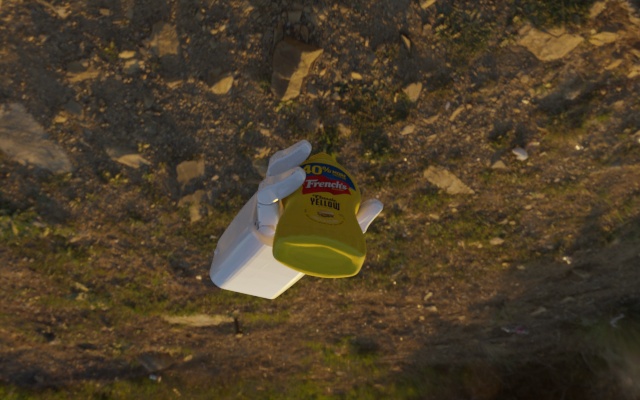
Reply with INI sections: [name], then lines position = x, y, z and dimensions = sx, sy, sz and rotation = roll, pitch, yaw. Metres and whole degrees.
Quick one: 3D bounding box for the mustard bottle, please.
[mustard bottle]
position = 0.000, 0.002, 0.559
dimensions = 0.096, 0.058, 0.191
rotation = 11, 37, -7
